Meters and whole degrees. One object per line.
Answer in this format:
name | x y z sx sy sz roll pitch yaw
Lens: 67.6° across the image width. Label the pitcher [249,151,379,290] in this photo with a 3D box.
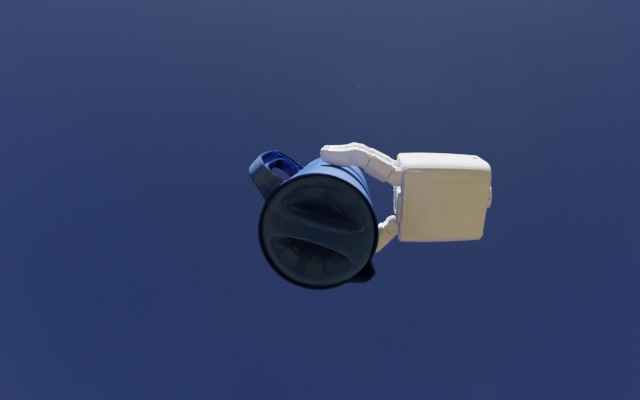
pitcher | 0.000 0.002 0.627 0.145 0.149 0.242 -2 13 5
